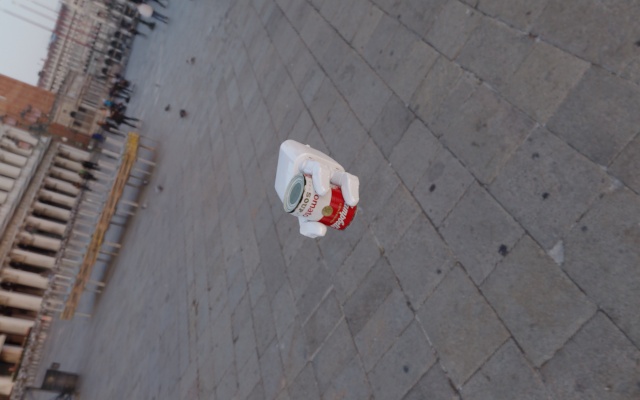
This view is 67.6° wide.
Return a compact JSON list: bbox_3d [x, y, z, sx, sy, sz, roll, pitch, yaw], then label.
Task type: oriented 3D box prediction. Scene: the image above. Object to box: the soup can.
[{"bbox_3d":[0.000,0.003,0.767,0.102,0.068,0.068,20,-9,-27],"label":"soup can"}]
